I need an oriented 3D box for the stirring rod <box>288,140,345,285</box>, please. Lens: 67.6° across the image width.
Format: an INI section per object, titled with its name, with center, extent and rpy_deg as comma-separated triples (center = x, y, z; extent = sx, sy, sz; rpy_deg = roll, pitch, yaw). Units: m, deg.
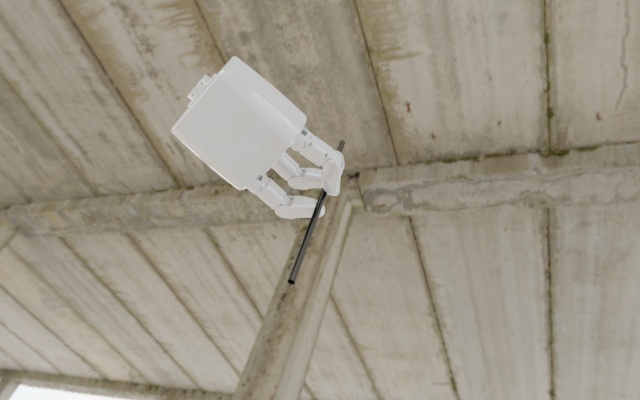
[stirring rod]
center = 0.000, 0.002, 0.570
extent = 0.011, 0.011, 0.239
rpy_deg = 0, 43, 20
